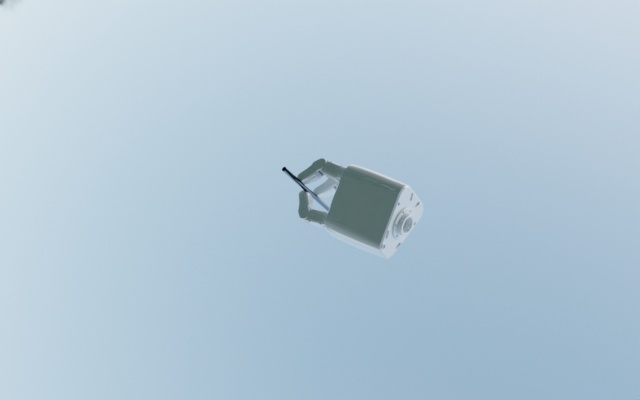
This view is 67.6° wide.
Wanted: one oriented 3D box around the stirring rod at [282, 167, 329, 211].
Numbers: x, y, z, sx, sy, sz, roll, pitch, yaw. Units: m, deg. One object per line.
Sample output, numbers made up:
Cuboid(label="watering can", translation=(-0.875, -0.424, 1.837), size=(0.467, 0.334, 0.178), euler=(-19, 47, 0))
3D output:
Cuboid(label="stirring rod", translation=(0.000, 0.003, 0.830), size=(0.011, 0.011, 0.240), euler=(0, -25, 31))
